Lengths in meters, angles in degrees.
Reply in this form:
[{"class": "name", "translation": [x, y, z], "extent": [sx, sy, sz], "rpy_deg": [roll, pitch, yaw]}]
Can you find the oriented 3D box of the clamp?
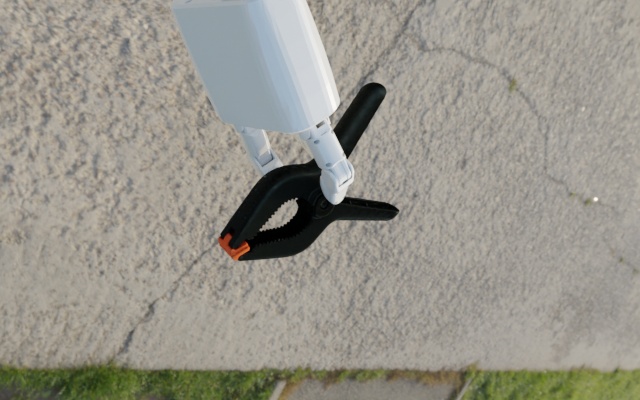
[{"class": "clamp", "translation": [0.000, 0.002, 0.475], "extent": [0.210, 0.165, 0.036], "rpy_deg": [-37, 41, -18]}]
